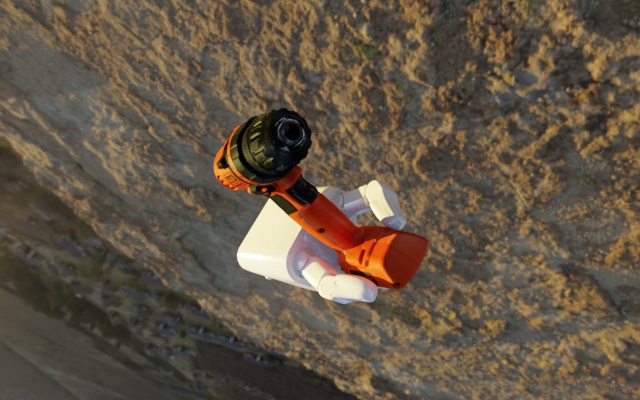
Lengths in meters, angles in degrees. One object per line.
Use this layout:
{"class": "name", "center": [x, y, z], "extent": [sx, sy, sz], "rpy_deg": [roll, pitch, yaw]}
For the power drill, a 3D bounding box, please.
{"class": "power drill", "center": [0.000, 0.002, 0.406], "extent": [0.188, 0.057, 0.184], "rpy_deg": [39, -14, -15]}
